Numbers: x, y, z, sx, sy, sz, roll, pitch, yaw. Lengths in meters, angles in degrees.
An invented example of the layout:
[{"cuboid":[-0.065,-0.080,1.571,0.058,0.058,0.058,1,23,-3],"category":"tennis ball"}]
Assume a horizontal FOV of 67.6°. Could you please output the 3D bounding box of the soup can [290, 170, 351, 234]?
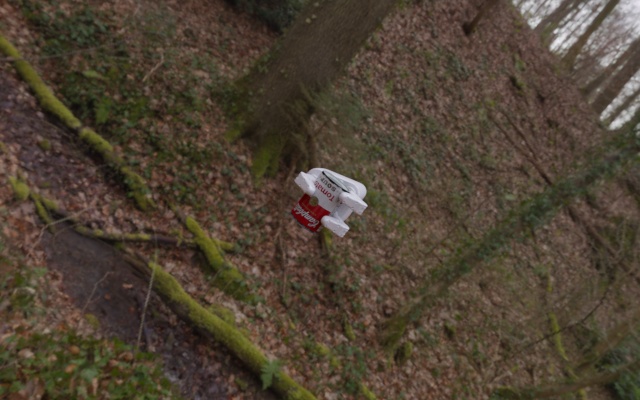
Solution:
[{"cuboid":[0.000,0.003,0.887,0.068,0.102,0.068,37,12,-9],"category":"soup can"}]
